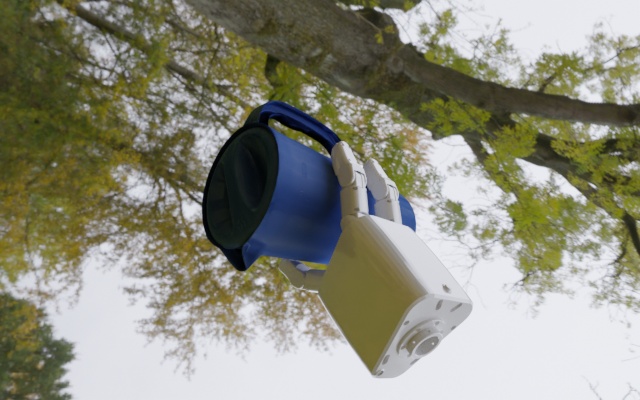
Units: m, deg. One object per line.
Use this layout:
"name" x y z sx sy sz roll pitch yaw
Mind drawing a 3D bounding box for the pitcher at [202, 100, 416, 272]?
"pitcher" 0.000 0.002 0.553 0.243 0.149 0.145 18 23 -41
